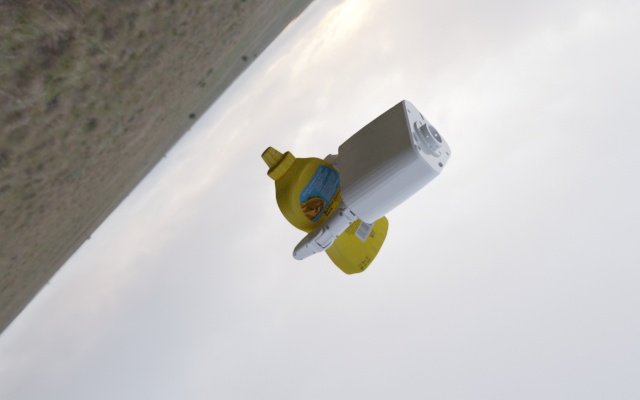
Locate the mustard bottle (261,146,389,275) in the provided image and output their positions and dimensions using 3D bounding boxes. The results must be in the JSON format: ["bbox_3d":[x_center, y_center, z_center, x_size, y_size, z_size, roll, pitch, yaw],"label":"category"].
[{"bbox_3d":[0.000,0.002,0.609,0.192,0.096,0.058,43,-32,-17],"label":"mustard bottle"}]
